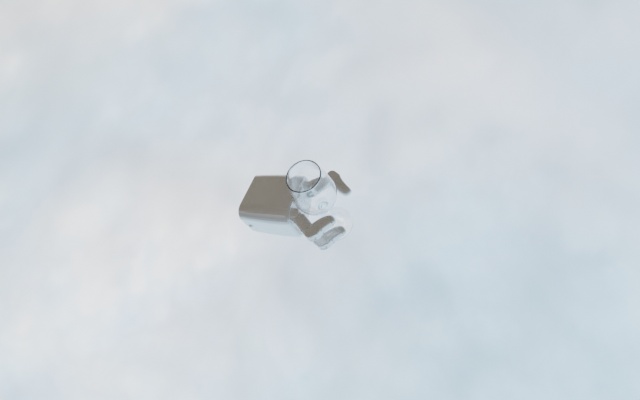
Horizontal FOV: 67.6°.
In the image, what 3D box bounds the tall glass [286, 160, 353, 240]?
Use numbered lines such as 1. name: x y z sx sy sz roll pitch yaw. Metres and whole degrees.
1. tall glass: 0.000 0.003 0.868 0.079 0.079 0.201 0 -26 18
